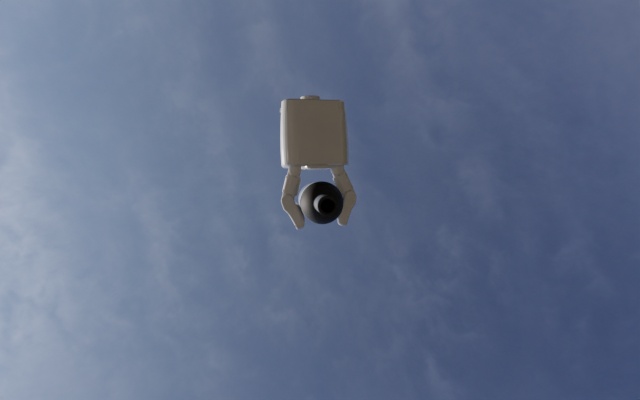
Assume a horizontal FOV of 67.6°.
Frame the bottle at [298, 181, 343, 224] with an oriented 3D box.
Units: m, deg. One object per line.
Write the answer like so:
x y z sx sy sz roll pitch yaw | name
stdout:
0.000 0.003 0.774 0.069 0.069 0.295 0 2 -4 | bottle
